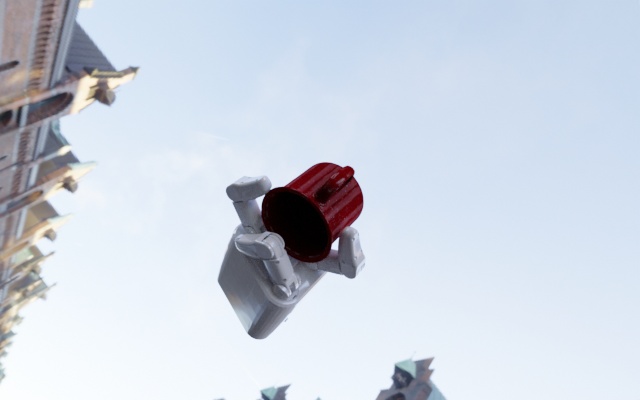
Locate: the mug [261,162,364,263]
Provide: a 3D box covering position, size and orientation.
[{"bbox_3d":[0.001,0.001,0.521,0.081,0.093,0.117,-40,-10,-43],"label":"mug"}]
